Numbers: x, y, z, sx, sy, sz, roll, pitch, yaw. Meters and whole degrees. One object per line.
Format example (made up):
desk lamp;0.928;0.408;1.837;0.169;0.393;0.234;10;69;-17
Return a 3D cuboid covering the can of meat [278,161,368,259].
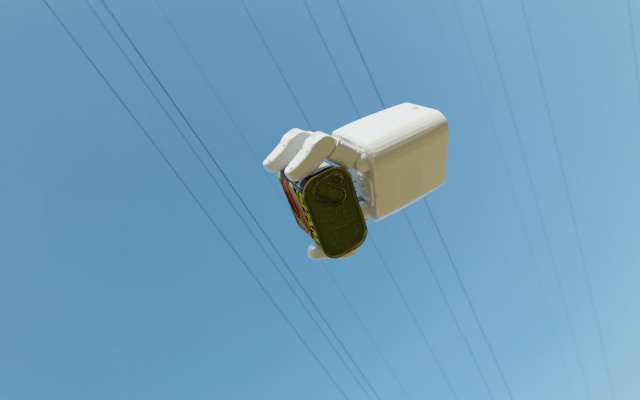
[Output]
can of meat;0.000;0.002;0.539;0.057;0.102;0.084;-28;28;-15
